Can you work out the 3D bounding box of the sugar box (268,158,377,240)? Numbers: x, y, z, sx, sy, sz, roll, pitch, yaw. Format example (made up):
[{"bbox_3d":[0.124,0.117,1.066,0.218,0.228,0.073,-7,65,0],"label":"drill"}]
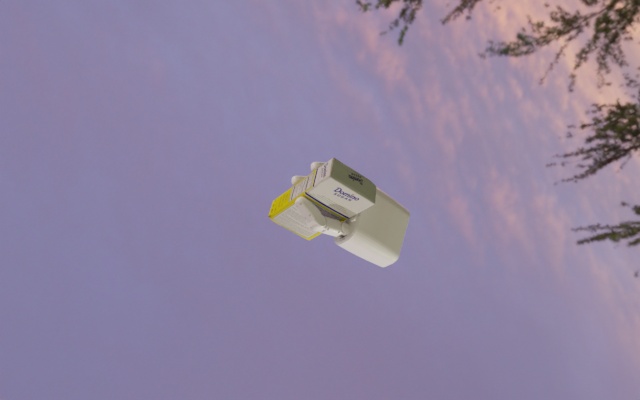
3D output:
[{"bbox_3d":[0.000,0.002,0.786,0.093,0.048,0.176,31,-41,-25],"label":"sugar box"}]
